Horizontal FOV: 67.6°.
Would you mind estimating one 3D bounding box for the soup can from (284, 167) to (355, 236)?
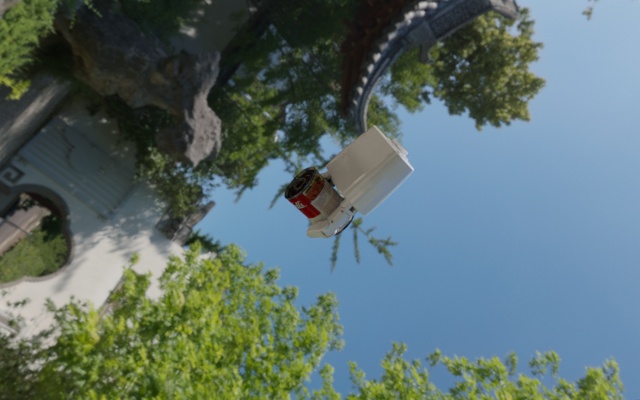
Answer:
[{"bbox_3d":[0.000,0.003,0.783,0.102,0.068,0.068,43,-20,-23],"label":"soup can"}]
